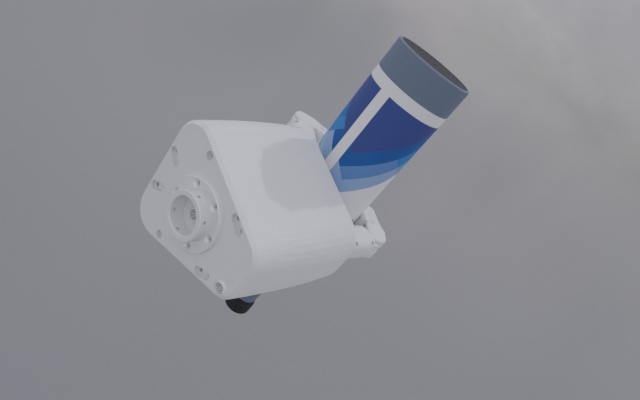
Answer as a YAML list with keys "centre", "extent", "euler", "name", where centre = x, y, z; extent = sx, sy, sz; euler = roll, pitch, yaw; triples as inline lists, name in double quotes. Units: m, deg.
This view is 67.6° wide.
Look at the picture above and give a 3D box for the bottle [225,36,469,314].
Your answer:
- centre: [0.000, 0.001, 0.416]
  extent: [0.069, 0.069, 0.296]
  euler: [0, -44, -52]
  name: "bottle"
